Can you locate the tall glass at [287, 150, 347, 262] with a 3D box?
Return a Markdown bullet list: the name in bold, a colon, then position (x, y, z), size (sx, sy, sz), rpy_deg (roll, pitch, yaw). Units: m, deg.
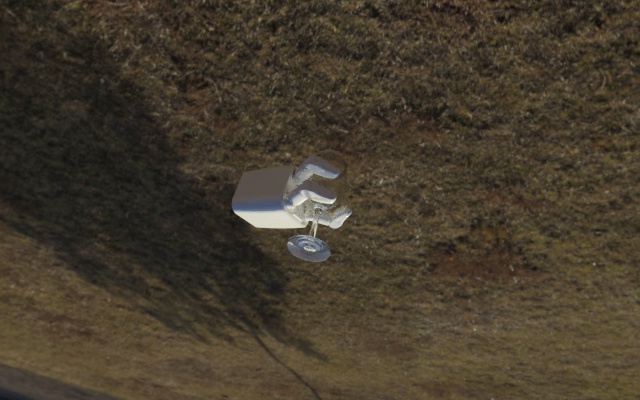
- **tall glass**: position (0.000, 0.003, 0.839), size (0.079, 0.201, 0.079), rpy_deg (9, -37, 7)
